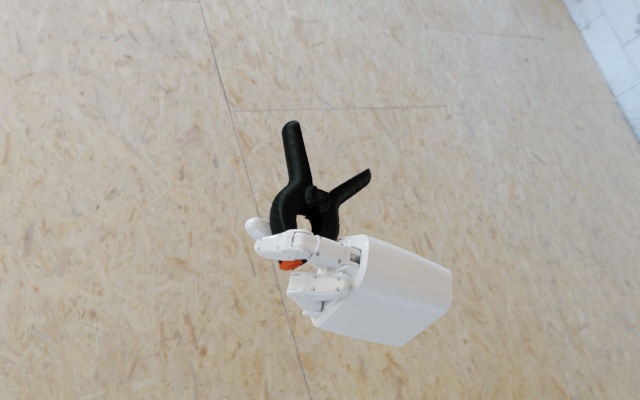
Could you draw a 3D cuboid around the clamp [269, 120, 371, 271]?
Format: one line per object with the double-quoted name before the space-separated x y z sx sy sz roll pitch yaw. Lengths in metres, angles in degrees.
"clamp" 0.000 0.002 0.517 0.120 0.171 0.039 20 -31 -18
